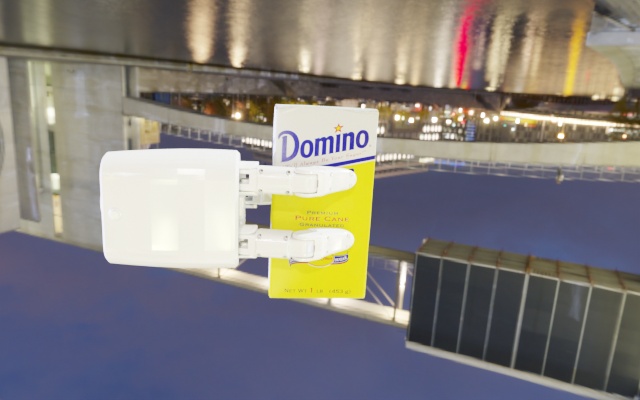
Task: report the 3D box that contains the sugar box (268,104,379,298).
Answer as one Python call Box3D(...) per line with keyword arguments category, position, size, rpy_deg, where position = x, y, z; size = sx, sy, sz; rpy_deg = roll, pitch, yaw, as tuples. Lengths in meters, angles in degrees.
Box3D(category="sugar box", position=(0.000, 0.002, 0.445), size=(0.093, 0.176, 0.048), rpy_deg=(1, 13, -7))
